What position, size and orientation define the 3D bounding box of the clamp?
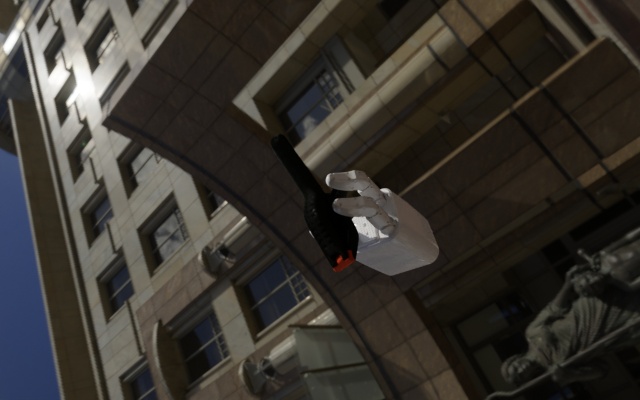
[{"bbox_3d":[0.000,0.003,0.666,0.036,0.209,0.165,-39,-51,24],"label":"clamp"}]
